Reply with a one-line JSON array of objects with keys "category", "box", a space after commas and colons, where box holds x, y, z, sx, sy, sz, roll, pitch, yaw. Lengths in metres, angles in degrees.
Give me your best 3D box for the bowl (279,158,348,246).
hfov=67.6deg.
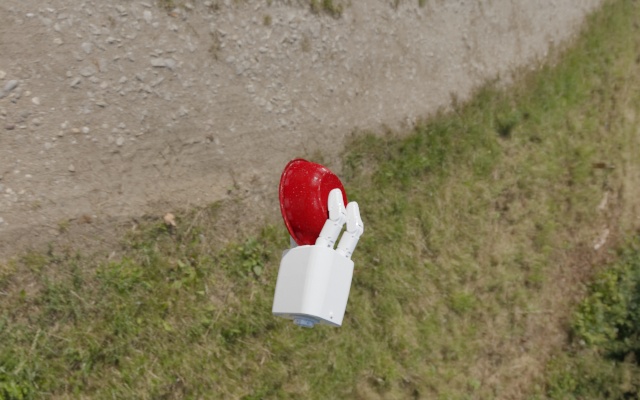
[{"category": "bowl", "box": [0.000, 0.001, 0.797, 0.055, 0.162, 0.162, -13, -7, 31]}]
